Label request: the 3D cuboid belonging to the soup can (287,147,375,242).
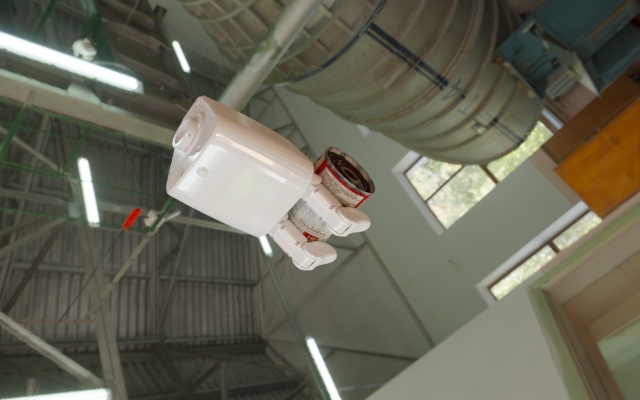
[{"bbox_3d":[0.000,0.002,0.517,0.102,0.068,0.068,-47,-23,23],"label":"soup can"}]
